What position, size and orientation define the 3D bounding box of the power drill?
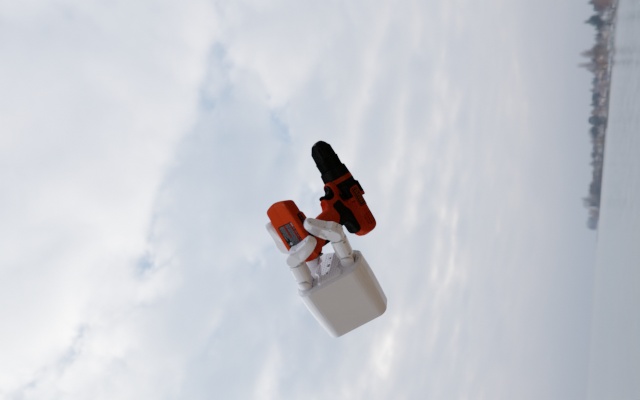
[{"bbox_3d":[0.000,0.003,0.791,0.057,0.184,0.187,-30,2,46],"label":"power drill"}]
